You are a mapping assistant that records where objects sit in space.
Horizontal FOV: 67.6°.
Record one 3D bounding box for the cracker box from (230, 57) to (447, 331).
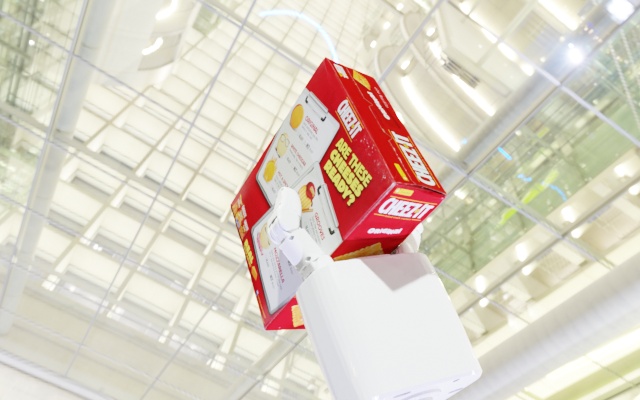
[{"bbox_3d":[0.000,0.002,0.465,0.072,0.164,0.214,9,-46,-36],"label":"cracker box"}]
